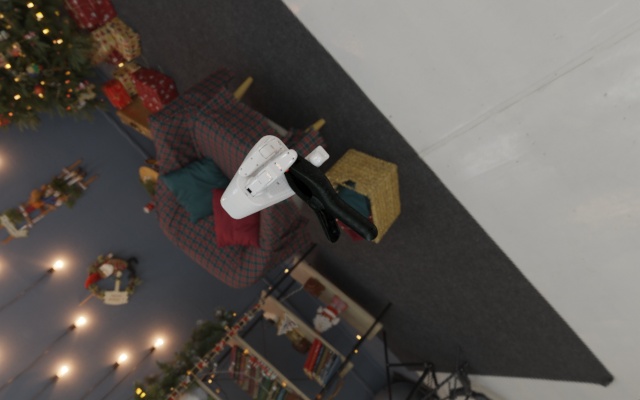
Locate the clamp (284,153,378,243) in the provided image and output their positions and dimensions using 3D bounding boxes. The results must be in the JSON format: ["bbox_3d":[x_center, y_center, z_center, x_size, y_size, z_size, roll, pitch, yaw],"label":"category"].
[{"bbox_3d":[0.000,0.003,0.708,0.039,0.171,0.120,-45,7,-31],"label":"clamp"}]
